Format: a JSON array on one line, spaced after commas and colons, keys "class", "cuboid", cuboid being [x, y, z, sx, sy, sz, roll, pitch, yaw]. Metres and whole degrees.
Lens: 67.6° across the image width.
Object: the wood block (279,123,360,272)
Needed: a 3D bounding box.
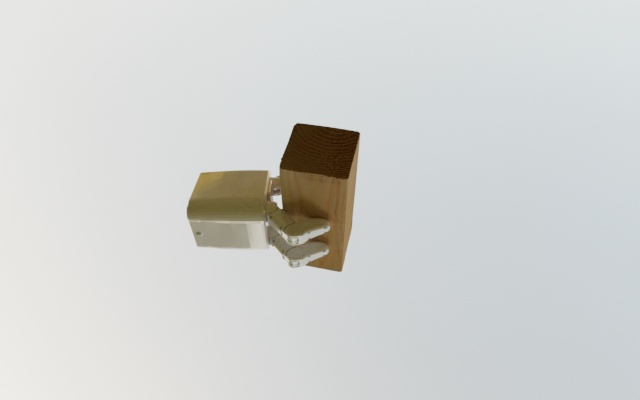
[{"class": "wood block", "cuboid": [0.000, 0.002, 0.678, 0.090, 0.090, 0.206, 9, -40, 7]}]
